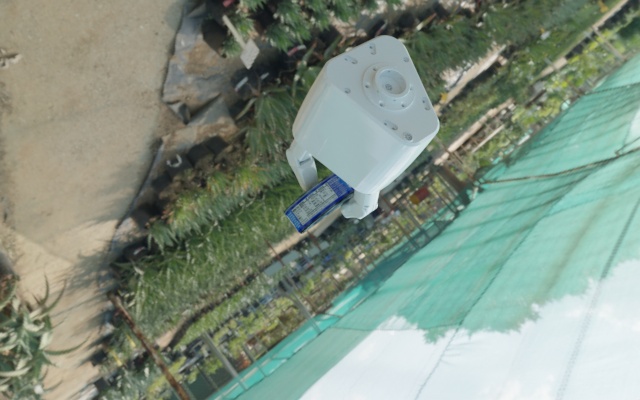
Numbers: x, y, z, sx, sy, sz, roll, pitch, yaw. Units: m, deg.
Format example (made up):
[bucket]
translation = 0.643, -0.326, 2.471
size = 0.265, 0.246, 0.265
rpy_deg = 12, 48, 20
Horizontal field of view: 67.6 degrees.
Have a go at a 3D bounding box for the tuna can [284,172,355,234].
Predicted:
[tuna can]
translation = 0.000, 0.002, 0.562
size = 0.086, 0.034, 0.086
rpy_deg = -37, -4, -3
